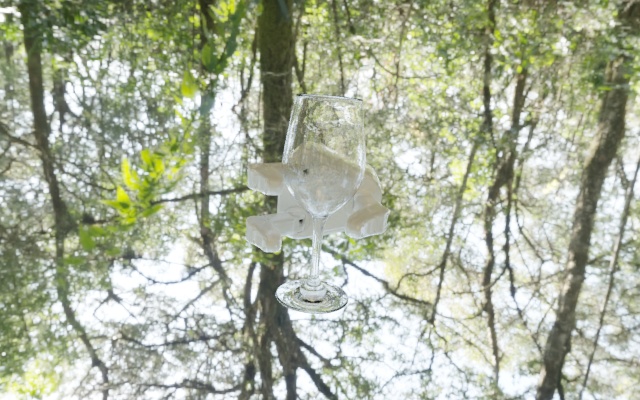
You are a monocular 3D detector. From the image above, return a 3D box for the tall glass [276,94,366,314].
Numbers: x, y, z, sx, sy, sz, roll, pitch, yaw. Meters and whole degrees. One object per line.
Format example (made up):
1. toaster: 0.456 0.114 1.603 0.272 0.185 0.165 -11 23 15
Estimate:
1. tall glass: 0.000 0.002 0.460 0.079 0.201 0.079 5 15 -1
